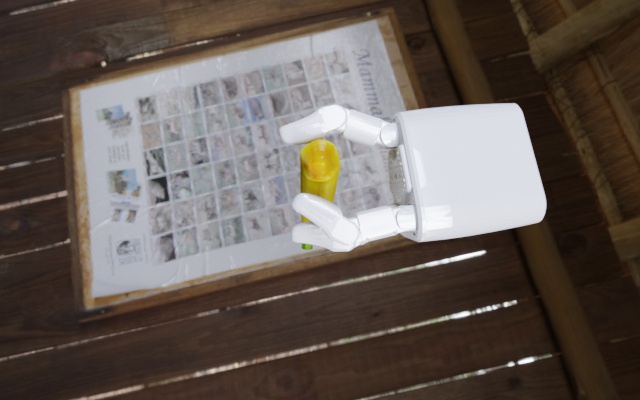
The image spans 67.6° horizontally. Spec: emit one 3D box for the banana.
[{"bbox_3d":[-0.001,-0.014,0.452,0.037,0.069,0.198,-2,-24,-3],"label":"banana"}]
